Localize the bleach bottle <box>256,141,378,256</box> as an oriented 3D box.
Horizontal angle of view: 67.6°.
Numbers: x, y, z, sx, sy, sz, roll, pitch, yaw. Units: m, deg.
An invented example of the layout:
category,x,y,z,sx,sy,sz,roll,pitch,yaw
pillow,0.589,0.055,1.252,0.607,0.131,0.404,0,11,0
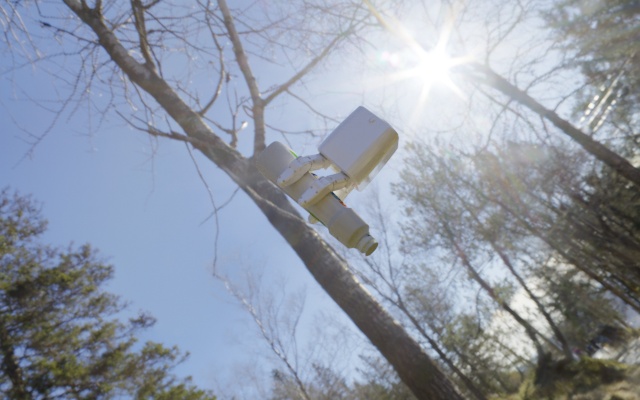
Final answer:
category,x,y,z,sx,sy,sz,roll,pitch,yaw
bleach bottle,0.000,0.003,0.793,0.250,0.068,0.102,42,2,28
